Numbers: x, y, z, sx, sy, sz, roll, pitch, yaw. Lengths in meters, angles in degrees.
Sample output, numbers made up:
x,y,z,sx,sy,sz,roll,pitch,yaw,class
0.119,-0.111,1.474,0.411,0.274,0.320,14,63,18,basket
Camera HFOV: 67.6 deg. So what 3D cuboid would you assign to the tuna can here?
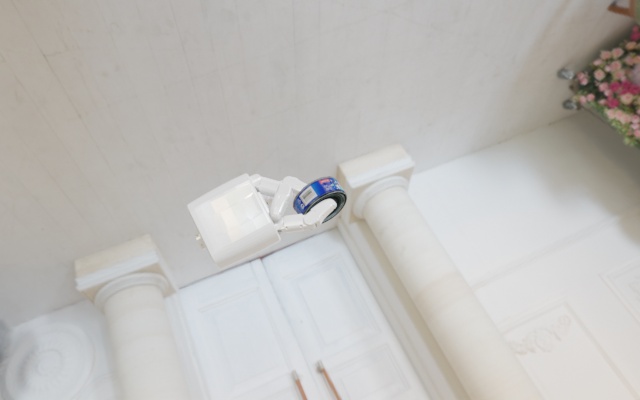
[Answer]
x,y,z,sx,sy,sz,roll,pitch,yaw,class
0.000,0.003,0.779,0.086,0.033,0.086,-26,-30,-16,tuna can
